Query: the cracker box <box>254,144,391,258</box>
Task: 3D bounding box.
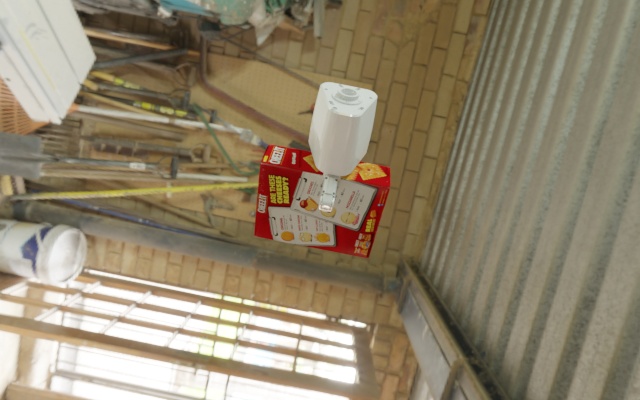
[{"bbox_3d":[0.000,0.003,0.834,0.214,0.164,0.072,11,37,0],"label":"cracker box"}]
